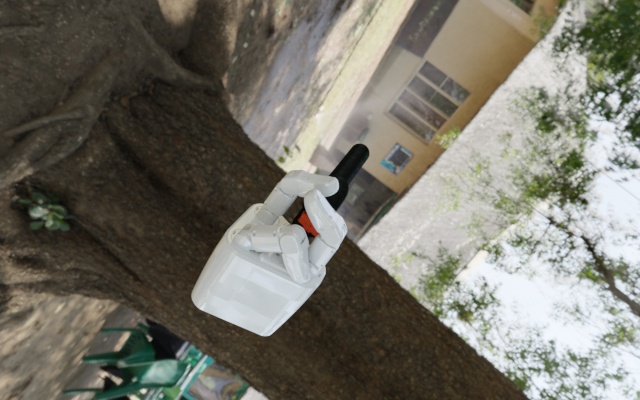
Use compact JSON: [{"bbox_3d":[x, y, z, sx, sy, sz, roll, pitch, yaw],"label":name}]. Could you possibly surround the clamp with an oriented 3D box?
[{"bbox_3d":[0.001,0.002,0.567,0.039,0.120,0.171,37,32,0],"label":"clamp"}]
